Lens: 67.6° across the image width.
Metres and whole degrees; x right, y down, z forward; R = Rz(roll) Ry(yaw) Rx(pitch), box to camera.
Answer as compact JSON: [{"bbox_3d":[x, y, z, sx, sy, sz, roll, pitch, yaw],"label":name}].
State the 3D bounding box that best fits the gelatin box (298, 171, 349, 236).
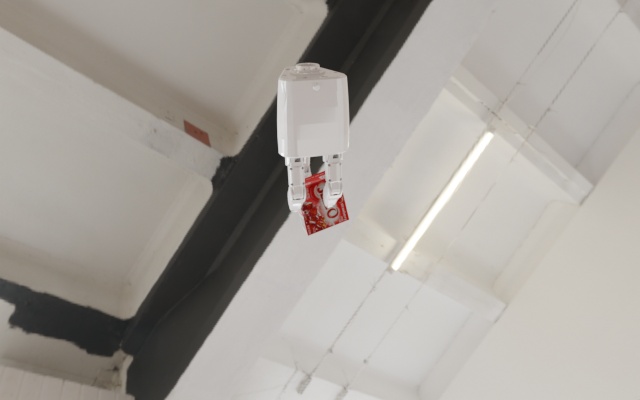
[{"bbox_3d":[0.000,0.003,0.748,0.073,0.089,0.030,-21,32,-11],"label":"gelatin box"}]
